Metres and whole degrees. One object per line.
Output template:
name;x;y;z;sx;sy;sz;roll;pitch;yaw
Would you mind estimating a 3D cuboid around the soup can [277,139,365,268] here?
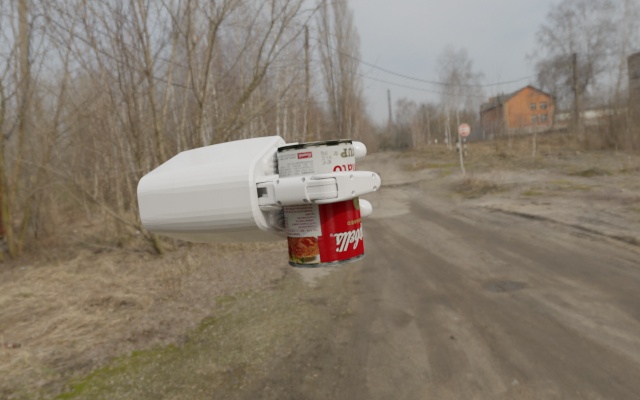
soup can;0.000;0.001;0.417;0.068;0.102;0.068;-6;4;0
